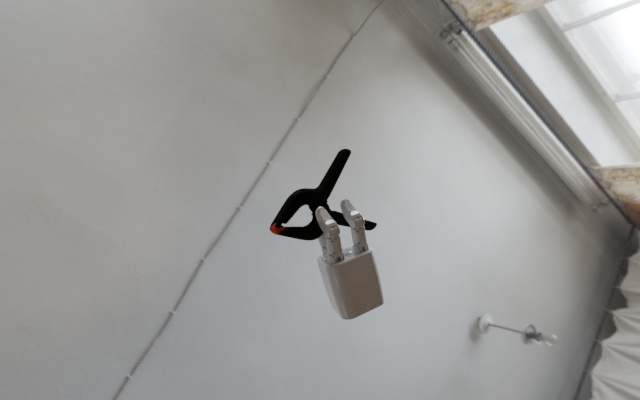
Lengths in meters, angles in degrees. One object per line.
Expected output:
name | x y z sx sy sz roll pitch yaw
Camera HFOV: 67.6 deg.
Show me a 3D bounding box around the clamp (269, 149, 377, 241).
clamp | -0.001 0.003 0.872 0.210 0.164 0.036 -18 6 -28
